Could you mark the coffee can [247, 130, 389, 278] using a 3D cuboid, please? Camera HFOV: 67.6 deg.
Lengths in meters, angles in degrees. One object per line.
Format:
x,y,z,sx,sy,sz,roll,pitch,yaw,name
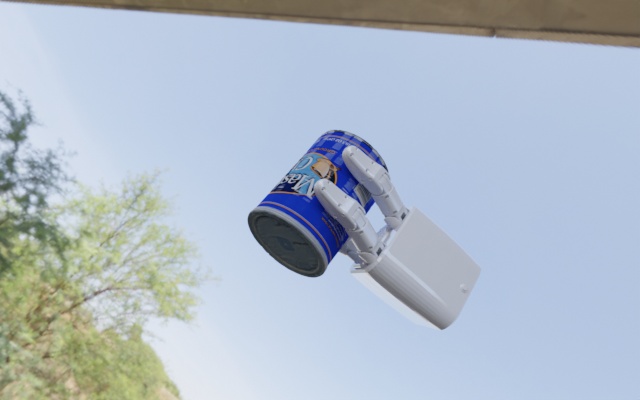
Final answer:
0.000,0.002,0.545,0.103,0.103,0.140,0,42,48,coffee can
